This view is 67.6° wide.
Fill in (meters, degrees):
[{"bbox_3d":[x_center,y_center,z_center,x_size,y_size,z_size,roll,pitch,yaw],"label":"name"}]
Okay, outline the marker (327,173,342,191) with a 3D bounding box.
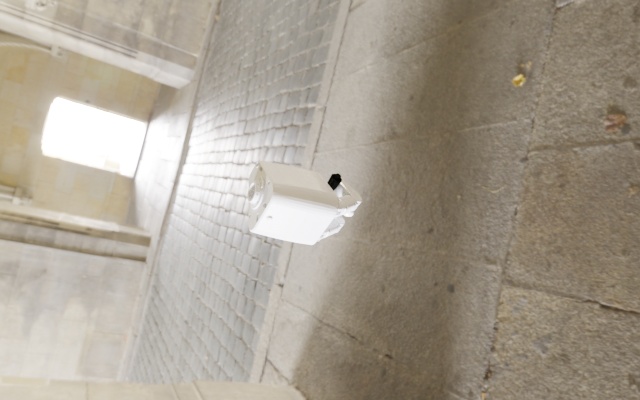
[{"bbox_3d":[0.000,0.003,0.772,0.020,0.020,0.121,0,-44,-40],"label":"marker"}]
